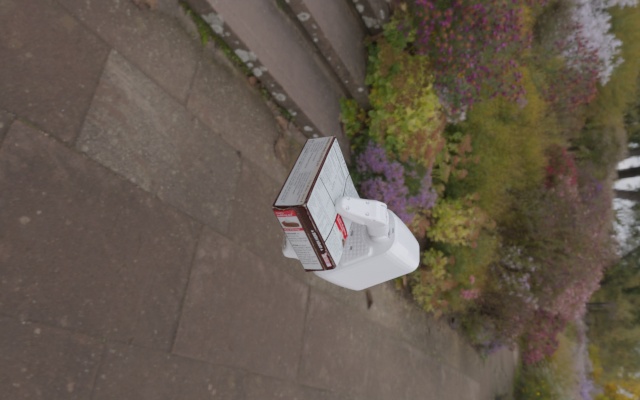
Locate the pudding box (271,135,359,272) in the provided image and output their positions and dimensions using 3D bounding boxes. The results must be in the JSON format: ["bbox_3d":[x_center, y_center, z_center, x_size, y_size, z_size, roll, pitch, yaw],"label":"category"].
[{"bbox_3d":[0.000,0.002,0.486,0.039,0.090,0.113,-7,38,25],"label":"pudding box"}]
